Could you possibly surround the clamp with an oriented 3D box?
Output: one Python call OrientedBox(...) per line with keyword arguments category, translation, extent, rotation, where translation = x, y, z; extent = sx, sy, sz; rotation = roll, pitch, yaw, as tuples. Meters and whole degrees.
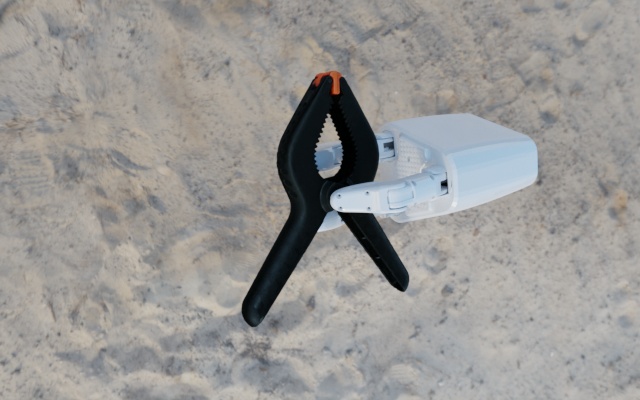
OrientedBox(category="clamp", translation=(0.001, 0.001, 0.401), extent=(0.164, 0.210, 0.036), rotation=(-14, 15, -28))
